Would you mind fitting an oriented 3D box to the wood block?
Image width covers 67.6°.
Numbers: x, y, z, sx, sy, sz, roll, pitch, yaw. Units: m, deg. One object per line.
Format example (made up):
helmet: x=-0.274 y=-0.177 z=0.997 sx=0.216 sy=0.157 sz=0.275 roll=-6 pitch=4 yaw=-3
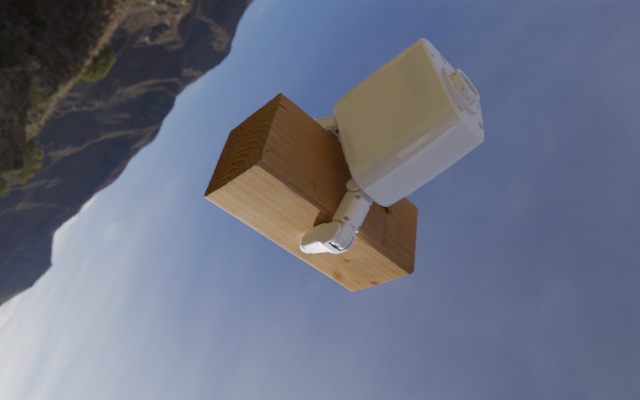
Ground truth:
wood block: x=0.000 y=0.002 z=0.490 sx=0.206 sy=0.090 sz=0.090 roll=37 pitch=-43 yaw=-29
